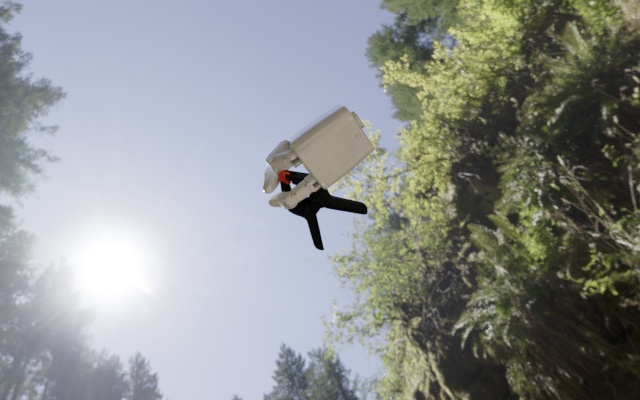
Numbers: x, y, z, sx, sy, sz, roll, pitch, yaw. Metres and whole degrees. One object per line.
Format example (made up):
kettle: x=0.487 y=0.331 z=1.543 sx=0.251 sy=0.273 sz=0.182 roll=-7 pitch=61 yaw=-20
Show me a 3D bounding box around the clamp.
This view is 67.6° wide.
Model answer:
clamp: x=0.000 y=0.002 z=0.834 sx=0.120 sy=0.171 sz=0.039 roll=-37 pitch=31 yaw=4
